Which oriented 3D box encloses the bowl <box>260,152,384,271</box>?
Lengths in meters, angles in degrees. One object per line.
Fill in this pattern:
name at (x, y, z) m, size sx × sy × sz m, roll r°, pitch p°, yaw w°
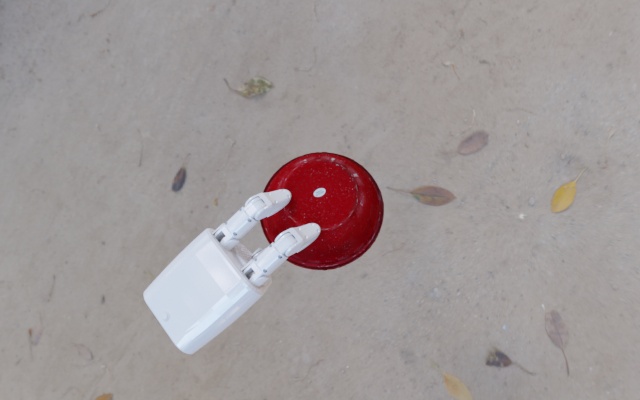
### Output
bowl at (0.001, 0.001, 0.594) m, size 0.162 × 0.162 × 0.055 m, roll 0°, pitch -20°, yaw 2°
